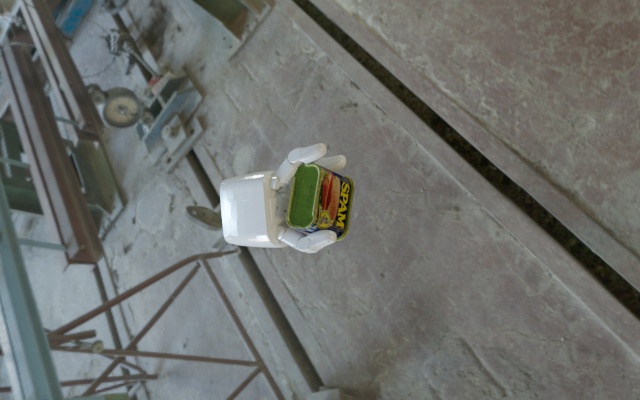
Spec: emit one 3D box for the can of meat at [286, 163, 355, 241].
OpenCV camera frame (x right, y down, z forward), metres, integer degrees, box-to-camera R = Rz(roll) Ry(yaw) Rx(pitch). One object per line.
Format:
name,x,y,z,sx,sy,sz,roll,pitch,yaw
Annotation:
can of meat,0.000,0.002,0.706,0.057,0.102,0.084,0,-14,39
